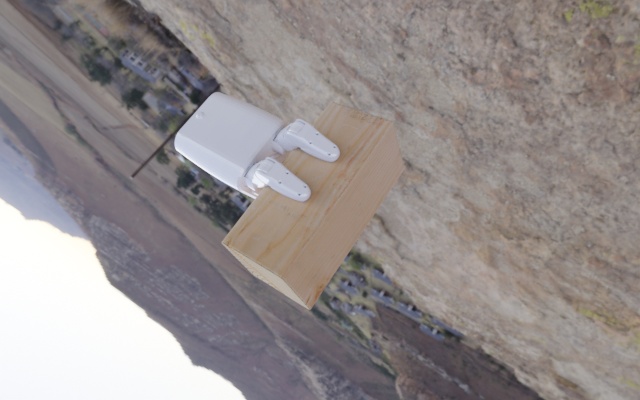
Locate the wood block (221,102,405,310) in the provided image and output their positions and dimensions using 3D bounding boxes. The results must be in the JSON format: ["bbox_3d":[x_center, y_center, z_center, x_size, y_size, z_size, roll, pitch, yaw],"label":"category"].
[{"bbox_3d":[0.000,0.002,0.537,0.090,0.206,0.091,25,-21,31],"label":"wood block"}]
